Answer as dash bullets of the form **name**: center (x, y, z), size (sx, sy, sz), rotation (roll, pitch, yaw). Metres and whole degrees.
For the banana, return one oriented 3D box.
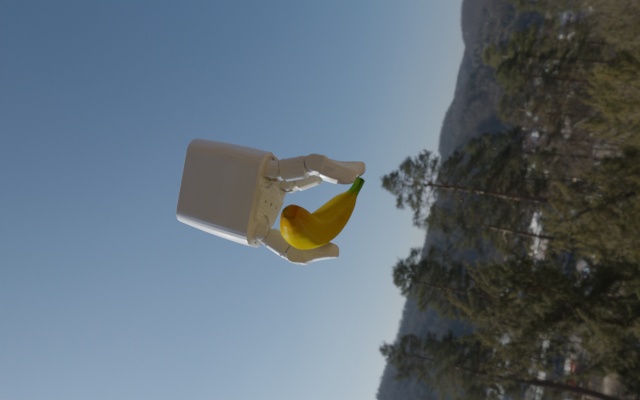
- **banana**: center (-0.002, 0.019, 0.512), size (0.037, 0.070, 0.197), rotation (16, 17, 18)
